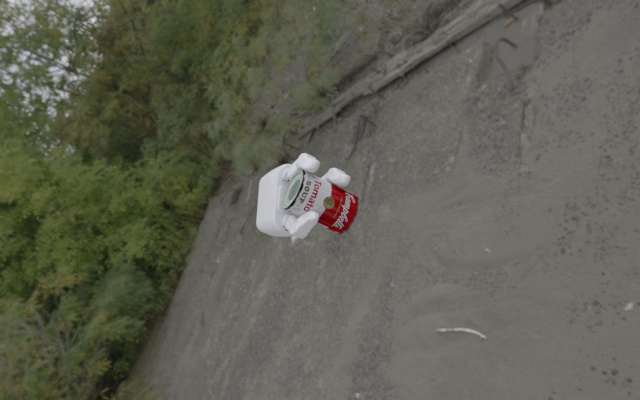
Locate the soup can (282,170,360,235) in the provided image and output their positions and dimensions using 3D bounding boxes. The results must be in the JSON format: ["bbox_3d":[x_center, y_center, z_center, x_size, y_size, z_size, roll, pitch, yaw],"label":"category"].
[{"bbox_3d":[0.000,0.002,0.736,0.102,0.068,0.068,25,-10,-21],"label":"soup can"}]
